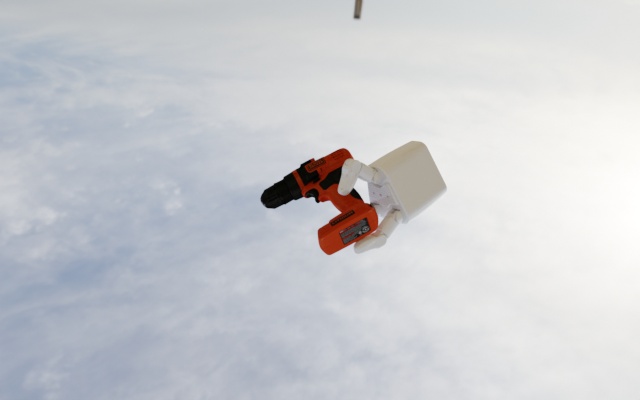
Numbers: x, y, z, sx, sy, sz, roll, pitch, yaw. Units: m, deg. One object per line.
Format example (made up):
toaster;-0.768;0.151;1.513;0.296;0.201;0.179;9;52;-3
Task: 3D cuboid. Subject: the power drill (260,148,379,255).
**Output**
power drill;0.001;0.003;0.813;0.184;0.187;0.057;-29;-43;-2
